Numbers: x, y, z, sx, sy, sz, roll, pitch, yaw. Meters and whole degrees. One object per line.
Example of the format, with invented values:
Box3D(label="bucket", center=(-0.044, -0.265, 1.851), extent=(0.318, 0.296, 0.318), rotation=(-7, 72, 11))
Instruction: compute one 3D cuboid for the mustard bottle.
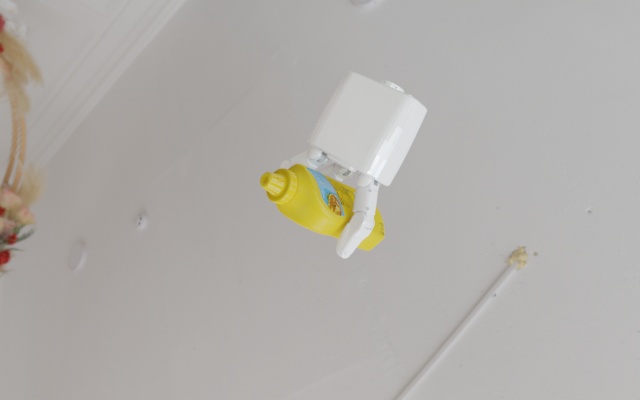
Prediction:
Box3D(label="mustard bottle", center=(0.000, 0.002, 0.597), extent=(0.058, 0.096, 0.192), rotation=(-43, -39, 21))
